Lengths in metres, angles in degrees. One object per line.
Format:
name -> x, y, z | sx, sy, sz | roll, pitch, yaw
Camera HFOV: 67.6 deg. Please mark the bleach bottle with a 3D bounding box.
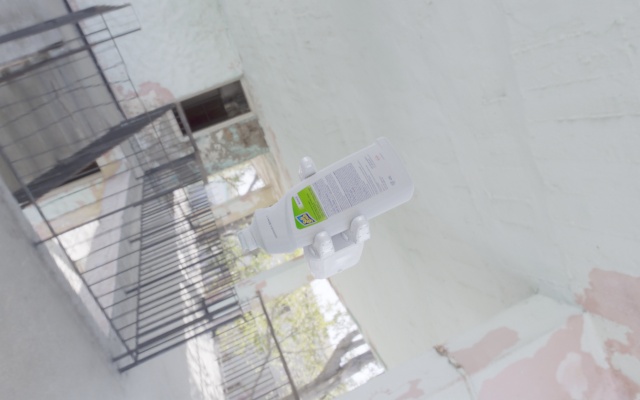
bleach bottle -> 0.000, 0.002, 0.678 | 0.251, 0.102, 0.068 | -23, -25, -9
